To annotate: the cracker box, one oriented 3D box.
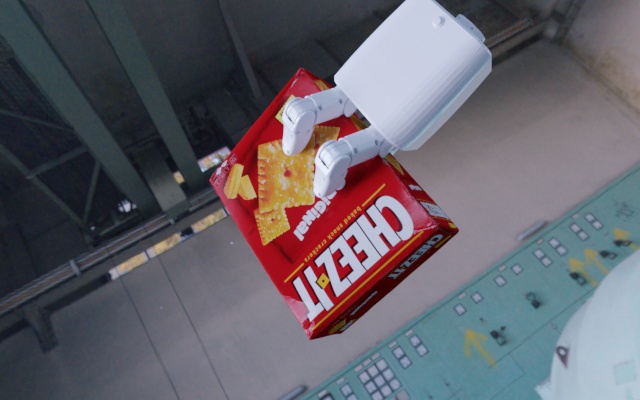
[{"bbox_3d":[0.000,0.001,0.477,0.164,0.213,0.072,-46,-26,19],"label":"cracker box"}]
